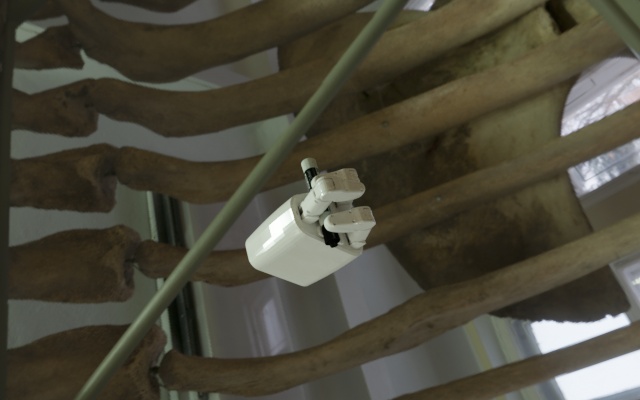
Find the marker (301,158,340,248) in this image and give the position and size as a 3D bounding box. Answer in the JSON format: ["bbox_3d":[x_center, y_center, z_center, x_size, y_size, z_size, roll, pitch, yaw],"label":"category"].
[{"bbox_3d":[0.000,0.002,0.577,0.020,0.121,0.020,-13,-28,-7],"label":"marker"}]
